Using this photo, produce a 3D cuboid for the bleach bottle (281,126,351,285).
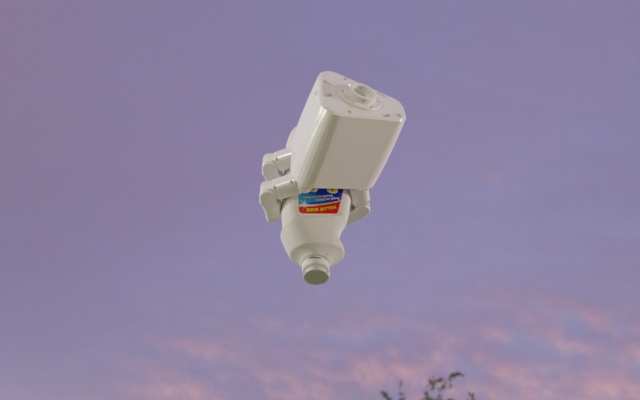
[{"bbox_3d":[0.000,0.002,0.624,0.102,0.068,0.250,13,41,-14],"label":"bleach bottle"}]
